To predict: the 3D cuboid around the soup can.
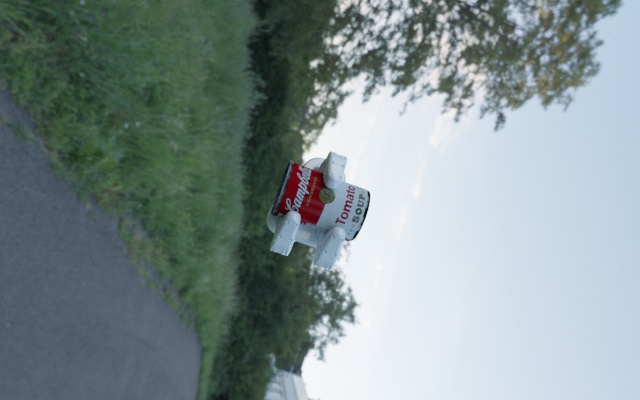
[{"bbox_3d":[0.000,0.002,0.568,0.102,0.068,0.068,20,-3,-8],"label":"soup can"}]
